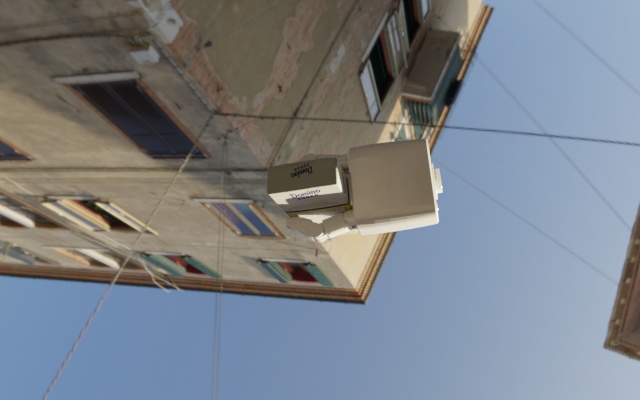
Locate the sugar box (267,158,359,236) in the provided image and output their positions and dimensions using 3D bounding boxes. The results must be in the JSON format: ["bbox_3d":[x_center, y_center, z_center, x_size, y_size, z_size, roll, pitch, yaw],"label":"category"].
[{"bbox_3d":[0.000,0.002,0.664,0.093,0.048,0.176,-8,-27,13],"label":"sugar box"}]
